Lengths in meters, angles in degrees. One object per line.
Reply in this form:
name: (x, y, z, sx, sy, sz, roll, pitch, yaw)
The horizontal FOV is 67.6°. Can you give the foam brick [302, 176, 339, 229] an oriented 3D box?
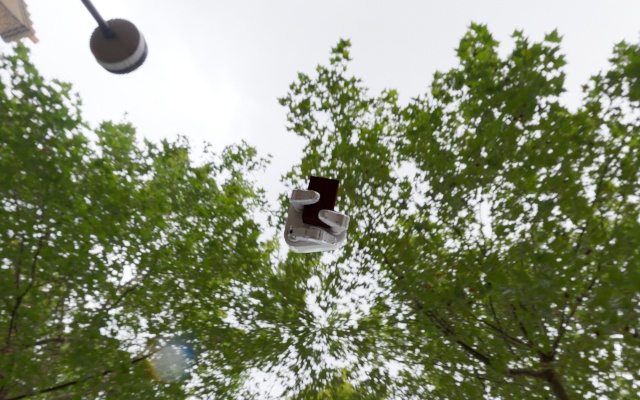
foam brick: (0.000, 0.002, 0.842, 0.053, 0.078, 0.051, 11, -14, 4)
